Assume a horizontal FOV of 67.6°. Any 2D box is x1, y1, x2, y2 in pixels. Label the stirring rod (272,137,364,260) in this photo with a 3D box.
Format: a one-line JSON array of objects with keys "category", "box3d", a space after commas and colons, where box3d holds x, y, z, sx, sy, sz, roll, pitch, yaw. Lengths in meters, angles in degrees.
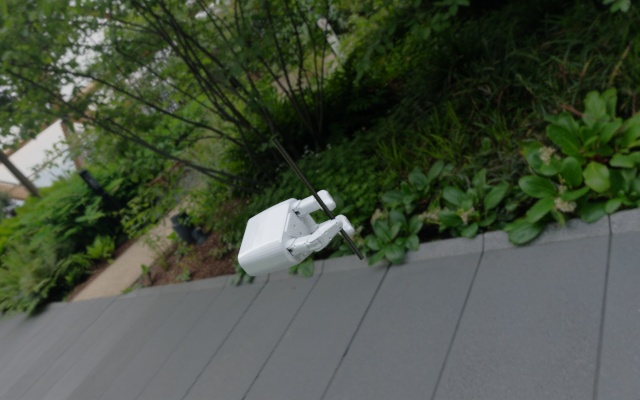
[{"category": "stirring rod", "box3d": [0.000, 0.003, 0.731, 0.011, 0.239, 0.011, -31, 21, 13]}]
